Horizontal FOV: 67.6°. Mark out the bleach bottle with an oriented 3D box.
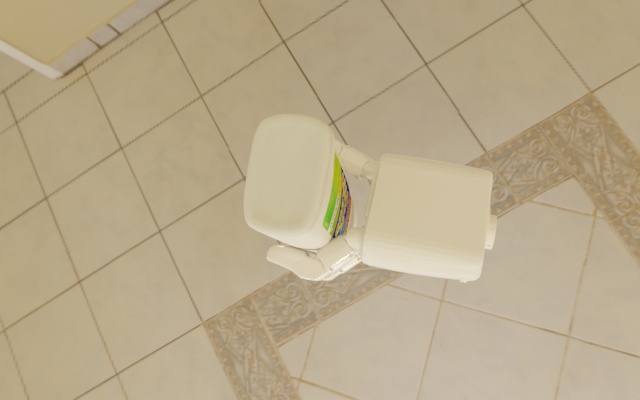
[{"bbox_3d":[0.000,0.002,0.490,0.068,0.102,0.251,8,-8,14],"label":"bleach bottle"}]
